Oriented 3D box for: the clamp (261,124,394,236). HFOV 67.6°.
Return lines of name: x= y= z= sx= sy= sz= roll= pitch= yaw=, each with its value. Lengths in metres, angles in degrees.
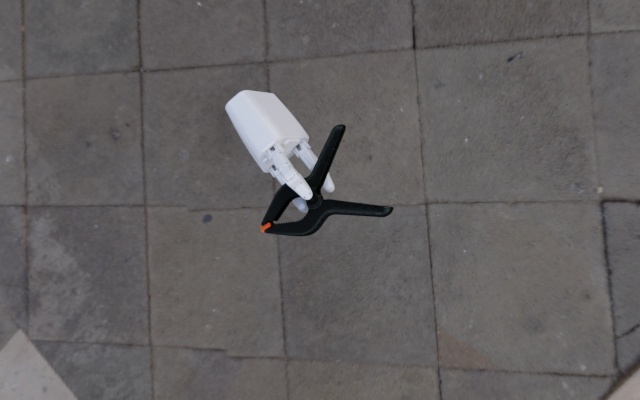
clamp: x=-0.001 y=0.003 z=0.762 sx=0.210 sy=0.164 sz=0.036 roll=-38 pitch=-14 yaw=10
